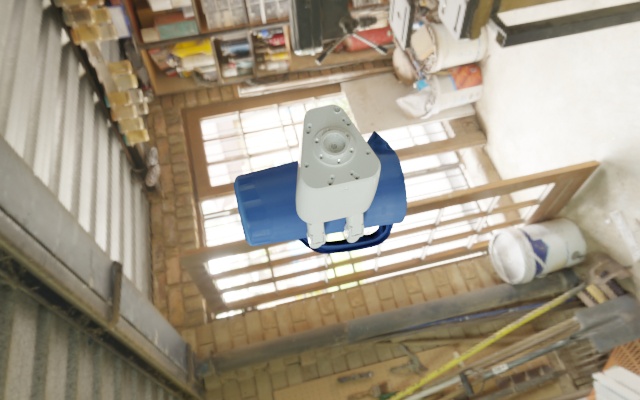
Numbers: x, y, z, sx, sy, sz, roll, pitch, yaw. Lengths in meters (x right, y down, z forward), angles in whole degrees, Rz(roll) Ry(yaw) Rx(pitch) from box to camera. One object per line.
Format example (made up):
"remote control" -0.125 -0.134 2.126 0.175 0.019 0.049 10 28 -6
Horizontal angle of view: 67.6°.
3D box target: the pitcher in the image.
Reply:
"pitcher" 0.000 0.002 0.725 0.243 0.149 0.145 -12 -17 -7
